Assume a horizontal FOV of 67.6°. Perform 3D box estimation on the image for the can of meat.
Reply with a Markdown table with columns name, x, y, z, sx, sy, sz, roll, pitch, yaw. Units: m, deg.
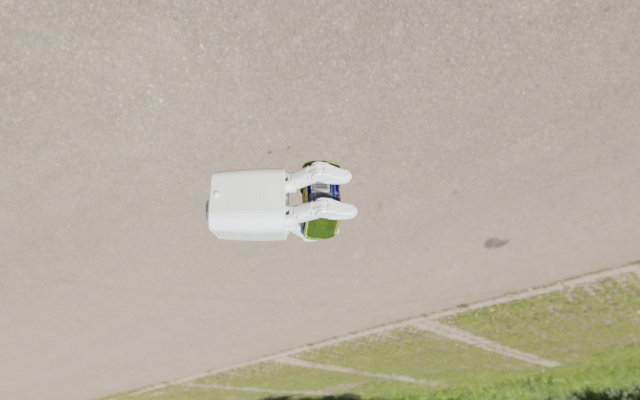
| name | x | y | z | sx | sy | sz | roll | pitch | yaw |
| --- | --- | --- | --- | --- | --- | --- | --- | --- | --- |
| can of meat | 0.000 | 0.003 | 0.721 | 0.057 | 0.084 | 0.102 | 0 | -29 | -5 |
